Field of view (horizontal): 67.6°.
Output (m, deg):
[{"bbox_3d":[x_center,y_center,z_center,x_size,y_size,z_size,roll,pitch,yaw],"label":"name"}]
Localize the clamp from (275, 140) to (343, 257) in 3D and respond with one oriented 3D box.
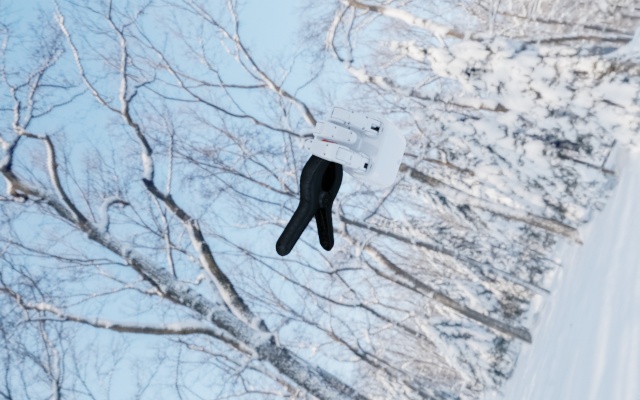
[{"bbox_3d":[0.000,0.002,0.688,0.039,0.171,0.120,22,3,29],"label":"clamp"}]
